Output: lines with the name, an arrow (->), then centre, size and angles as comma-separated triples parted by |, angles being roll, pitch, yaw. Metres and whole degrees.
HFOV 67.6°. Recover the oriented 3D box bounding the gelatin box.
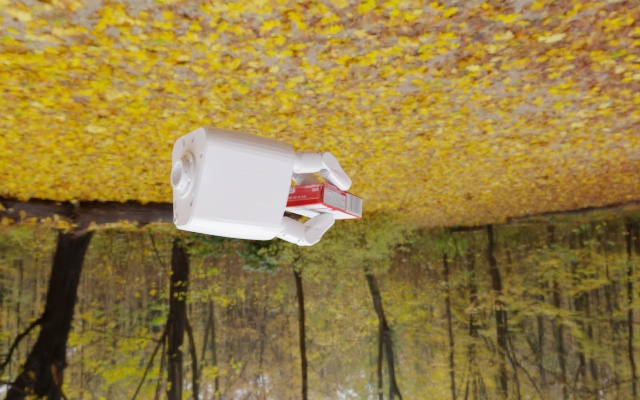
gelatin box -> 0.000, 0.003, 0.613 | 0.073, 0.030, 0.089 | -4, -16, 38
